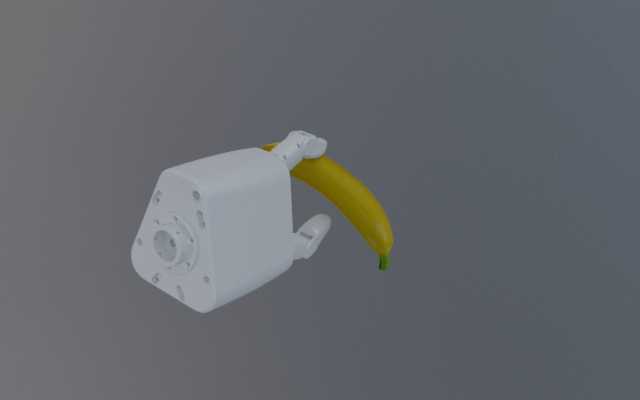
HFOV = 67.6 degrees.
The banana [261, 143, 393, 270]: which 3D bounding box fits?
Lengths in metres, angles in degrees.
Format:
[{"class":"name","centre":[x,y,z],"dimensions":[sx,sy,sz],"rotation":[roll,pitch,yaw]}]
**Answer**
[{"class":"banana","centre":[0.011,-0.008,0.515],"dimensions":[0.037,0.198,0.070],"rotation":[-33,-16,-51]}]
